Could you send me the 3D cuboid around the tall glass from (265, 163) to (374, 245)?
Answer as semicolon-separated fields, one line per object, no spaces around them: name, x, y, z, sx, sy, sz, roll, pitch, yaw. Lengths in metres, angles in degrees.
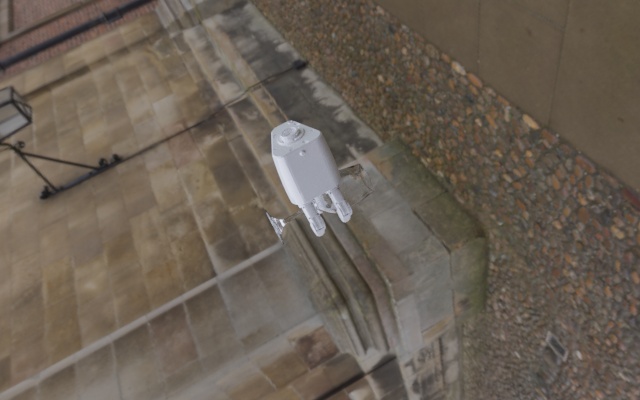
tall glass;0.000;0.003;0.899;0.201;0.079;0.079;-28;4;-7
